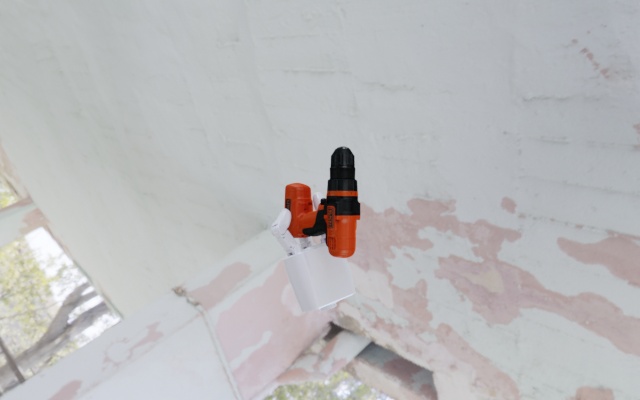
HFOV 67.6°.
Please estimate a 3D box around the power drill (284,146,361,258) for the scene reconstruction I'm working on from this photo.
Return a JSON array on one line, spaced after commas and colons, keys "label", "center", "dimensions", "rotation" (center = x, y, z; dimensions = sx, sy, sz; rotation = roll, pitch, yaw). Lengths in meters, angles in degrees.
[{"label": "power drill", "center": [0.000, 0.003, 0.847], "dimensions": [0.057, 0.184, 0.187], "rotation": [2, -1, -30]}]
